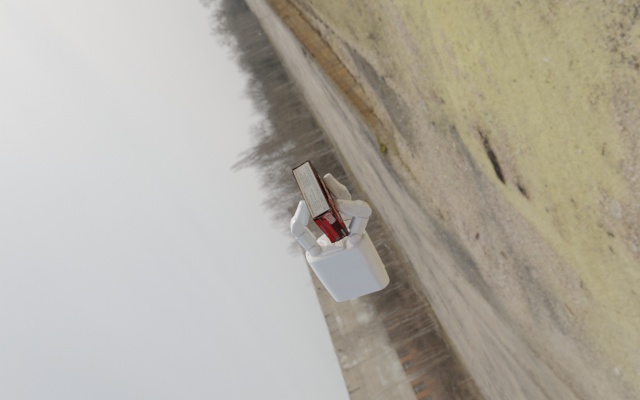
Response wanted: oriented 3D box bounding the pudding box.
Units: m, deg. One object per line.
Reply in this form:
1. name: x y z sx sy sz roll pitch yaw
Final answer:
1. pudding box: 0.000 0.003 0.776 0.039 0.113 0.090 -30 -37 4
